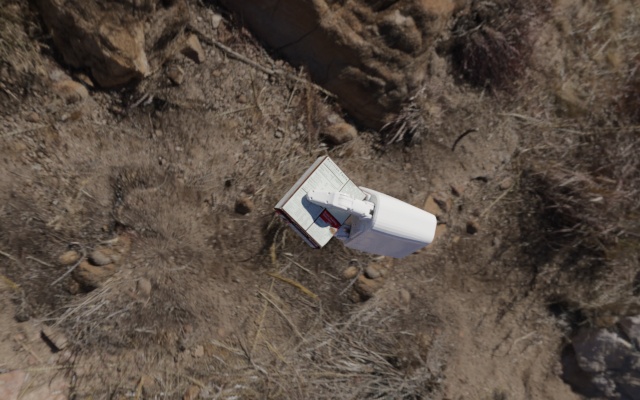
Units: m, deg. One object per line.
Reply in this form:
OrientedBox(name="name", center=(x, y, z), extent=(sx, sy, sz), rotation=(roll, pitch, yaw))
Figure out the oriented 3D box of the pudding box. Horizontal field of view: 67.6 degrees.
OrientedBox(name="pudding box", center=(0.000, 0.002, 0.707), extent=(0.090, 0.113, 0.039), rotation=(45, -19, -13))
